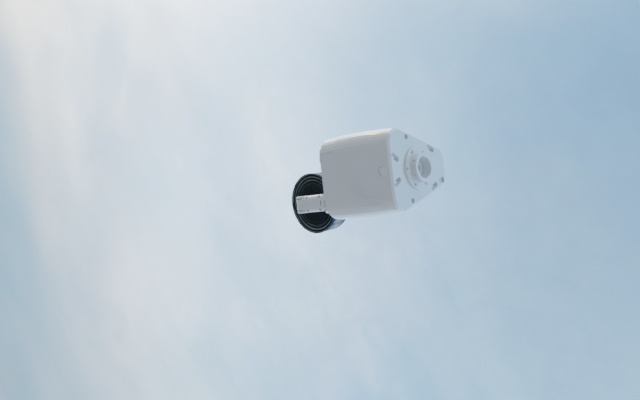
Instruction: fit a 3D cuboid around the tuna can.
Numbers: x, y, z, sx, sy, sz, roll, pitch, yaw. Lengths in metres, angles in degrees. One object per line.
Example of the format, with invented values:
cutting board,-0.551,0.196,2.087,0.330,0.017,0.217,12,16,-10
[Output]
tuna can,0.000,0.002,0.686,0.086,0.086,0.034,0,8,44
